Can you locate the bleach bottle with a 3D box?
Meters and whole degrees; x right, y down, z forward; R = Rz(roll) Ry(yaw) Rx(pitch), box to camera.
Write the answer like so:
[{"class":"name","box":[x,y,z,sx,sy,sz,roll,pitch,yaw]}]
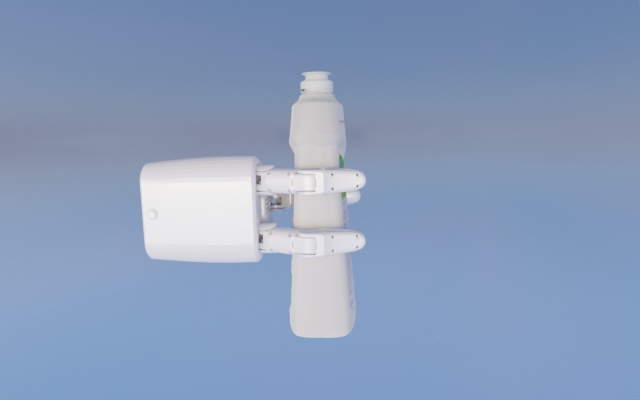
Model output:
[{"class":"bleach bottle","box":[0.000,0.002,0.482,0.068,0.251,0.102,-1,8,3]}]
